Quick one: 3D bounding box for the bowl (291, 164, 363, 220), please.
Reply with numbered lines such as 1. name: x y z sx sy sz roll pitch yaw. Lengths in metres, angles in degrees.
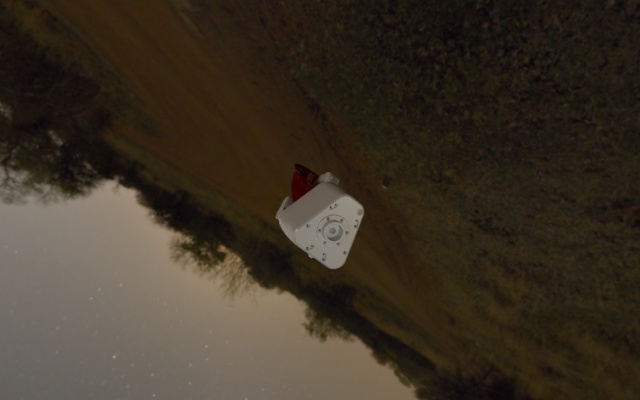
1. bowl: 0.000 0.003 0.883 0.162 0.055 0.162 38 10 -8
